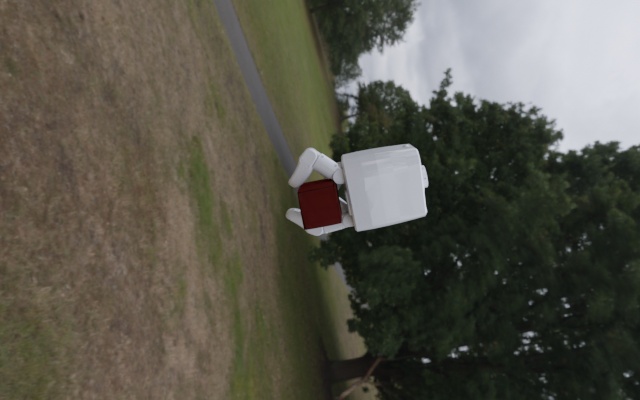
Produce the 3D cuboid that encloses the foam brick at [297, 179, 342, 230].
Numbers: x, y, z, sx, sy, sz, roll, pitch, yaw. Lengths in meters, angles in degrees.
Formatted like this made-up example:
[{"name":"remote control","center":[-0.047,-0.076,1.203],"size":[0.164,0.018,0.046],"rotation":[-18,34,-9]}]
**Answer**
[{"name":"foam brick","center":[0.000,0.002,0.658],"size":[0.051,0.053,0.078],"rotation":[-10,12,4]}]
